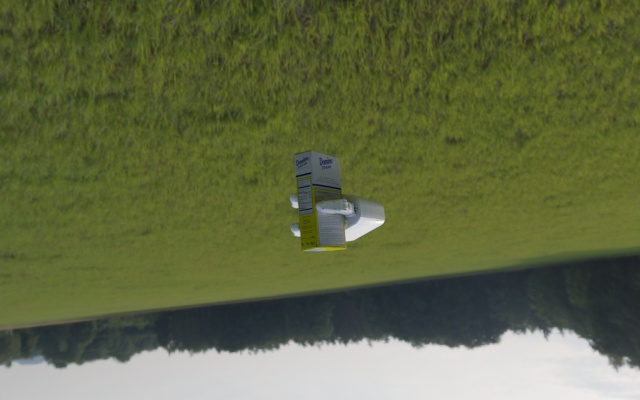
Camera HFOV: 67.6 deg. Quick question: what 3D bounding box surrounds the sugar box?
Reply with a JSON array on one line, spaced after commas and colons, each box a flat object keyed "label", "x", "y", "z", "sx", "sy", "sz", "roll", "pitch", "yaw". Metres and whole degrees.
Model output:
[{"label": "sugar box", "x": 0.000, "y": 0.003, "z": 0.874, "sx": 0.048, "sy": 0.176, "sz": 0.093, "roll": -14, "pitch": -13, "yaw": 35}]
